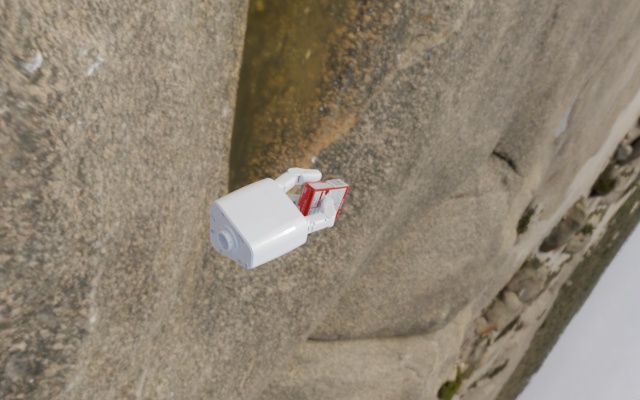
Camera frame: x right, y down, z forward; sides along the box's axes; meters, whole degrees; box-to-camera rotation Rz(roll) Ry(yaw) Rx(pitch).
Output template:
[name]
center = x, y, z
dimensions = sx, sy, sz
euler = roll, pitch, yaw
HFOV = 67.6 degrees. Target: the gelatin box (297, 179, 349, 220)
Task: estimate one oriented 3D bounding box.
[gelatin box]
center = 0.001, 0.003, 0.818
dimensions = 0.089, 0.073, 0.030
euler = -8, 38, -45
